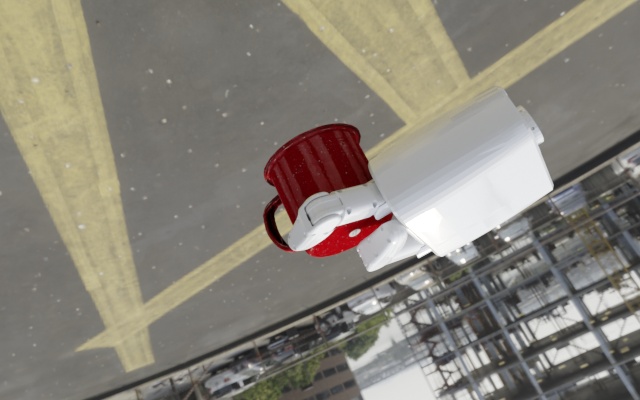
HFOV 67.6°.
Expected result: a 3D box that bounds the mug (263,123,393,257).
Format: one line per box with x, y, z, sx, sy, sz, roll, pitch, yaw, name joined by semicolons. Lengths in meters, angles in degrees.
-0.001;0.002;0.410;0.117;0.081;0.093;-33;-22;18;mug
